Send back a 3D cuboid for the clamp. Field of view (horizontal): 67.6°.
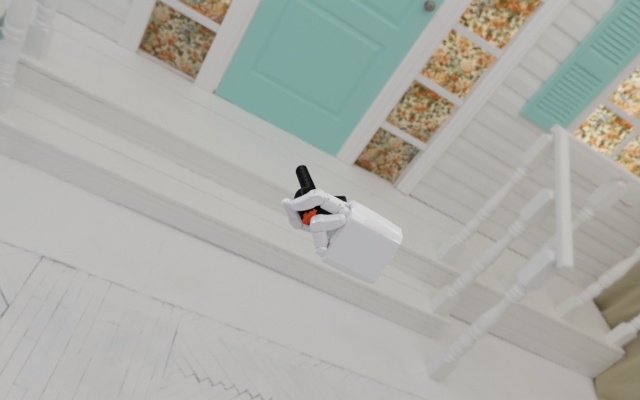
[{"bbox_3d":[0.000,0.002,0.884,0.120,0.039,0.171,28,28,-13],"label":"clamp"}]
